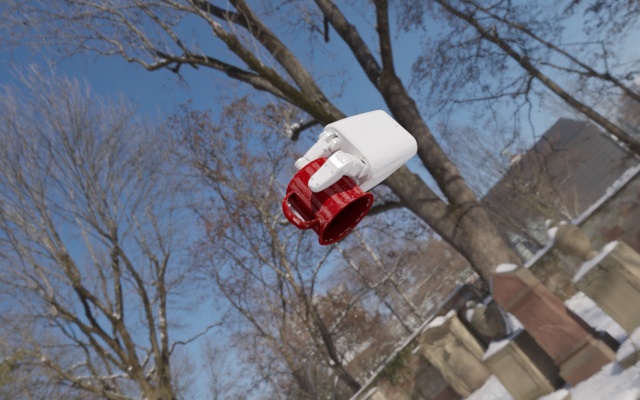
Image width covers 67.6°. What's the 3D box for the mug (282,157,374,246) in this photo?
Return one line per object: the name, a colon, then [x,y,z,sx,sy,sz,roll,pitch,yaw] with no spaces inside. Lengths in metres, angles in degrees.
mug: [-0.001,0.002,0.616,0.117,0.081,0.093,-24,-28,-39]
